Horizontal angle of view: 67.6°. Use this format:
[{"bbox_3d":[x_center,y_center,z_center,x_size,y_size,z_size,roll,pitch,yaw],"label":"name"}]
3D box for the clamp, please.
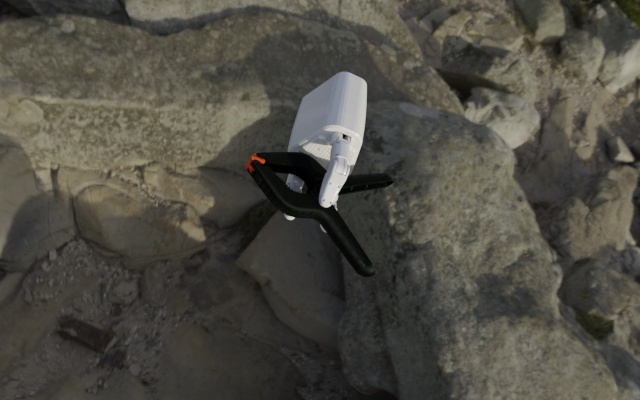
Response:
[{"bbox_3d":[0.000,0.001,0.624,0.210,0.164,0.036,20,-35,-17],"label":"clamp"}]
